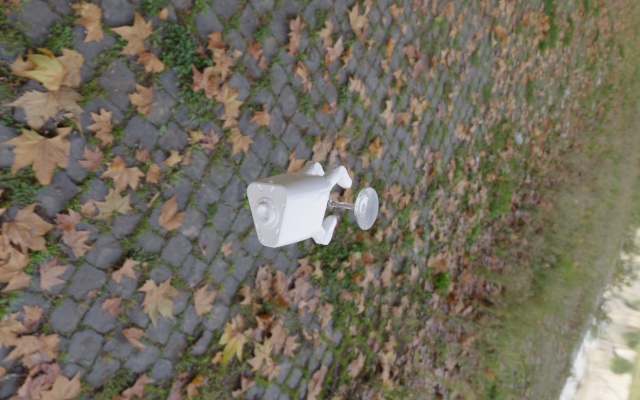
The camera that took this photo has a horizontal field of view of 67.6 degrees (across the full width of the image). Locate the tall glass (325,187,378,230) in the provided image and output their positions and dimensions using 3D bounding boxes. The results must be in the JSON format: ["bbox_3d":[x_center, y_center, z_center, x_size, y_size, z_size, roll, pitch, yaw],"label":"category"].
[{"bbox_3d":[0.001,0.003,0.875,0.201,0.079,0.079,8,5,36],"label":"tall glass"}]
